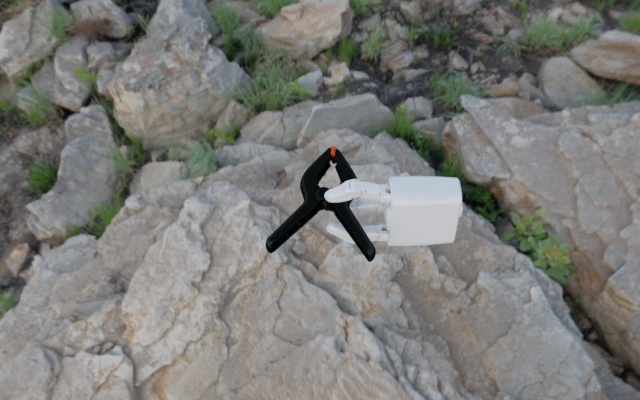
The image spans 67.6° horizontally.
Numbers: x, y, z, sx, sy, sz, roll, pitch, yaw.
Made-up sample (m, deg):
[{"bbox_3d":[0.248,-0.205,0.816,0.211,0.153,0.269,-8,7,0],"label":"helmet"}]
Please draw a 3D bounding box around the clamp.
[{"bbox_3d":[0.000,0.002,0.757,0.164,0.209,0.036,-1,-34,2],"label":"clamp"}]
